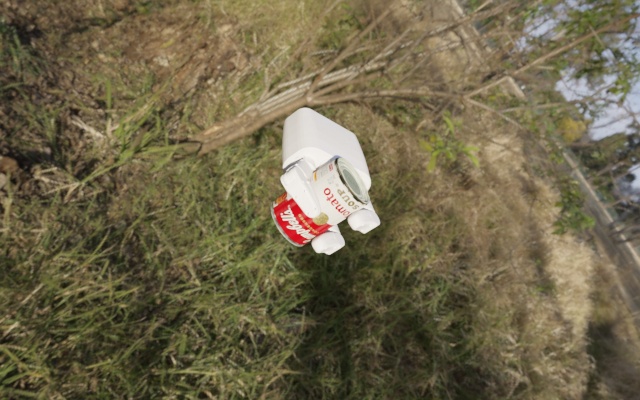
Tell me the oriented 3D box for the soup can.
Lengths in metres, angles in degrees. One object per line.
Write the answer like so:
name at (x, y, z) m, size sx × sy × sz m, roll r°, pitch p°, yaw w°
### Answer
soup can at (0.000, 0.002, 0.578) m, size 0.102 × 0.068 × 0.068 m, roll -33°, pitch -13°, yaw 21°
